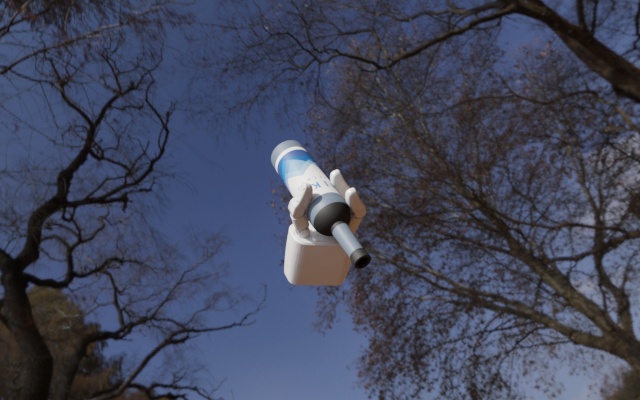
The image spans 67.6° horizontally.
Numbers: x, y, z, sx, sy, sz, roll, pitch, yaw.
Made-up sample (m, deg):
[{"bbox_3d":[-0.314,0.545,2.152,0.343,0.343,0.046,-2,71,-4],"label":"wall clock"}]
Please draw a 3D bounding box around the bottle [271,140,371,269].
[{"bbox_3d":[0.000,0.002,0.790,0.069,0.069,0.295,0,36,-31],"label":"bottle"}]
